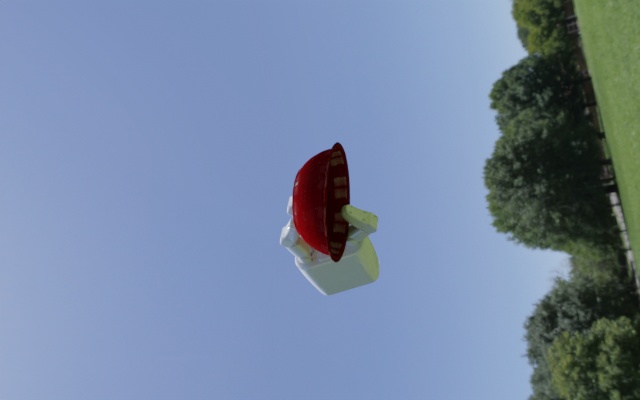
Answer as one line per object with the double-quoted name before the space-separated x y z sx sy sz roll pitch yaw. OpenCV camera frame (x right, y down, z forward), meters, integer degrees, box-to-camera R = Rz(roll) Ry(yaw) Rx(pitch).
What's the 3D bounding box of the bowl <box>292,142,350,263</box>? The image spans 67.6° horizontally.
"bowl" -0.001 0.001 0.651 0.055 0.162 0.162 1 0 13
